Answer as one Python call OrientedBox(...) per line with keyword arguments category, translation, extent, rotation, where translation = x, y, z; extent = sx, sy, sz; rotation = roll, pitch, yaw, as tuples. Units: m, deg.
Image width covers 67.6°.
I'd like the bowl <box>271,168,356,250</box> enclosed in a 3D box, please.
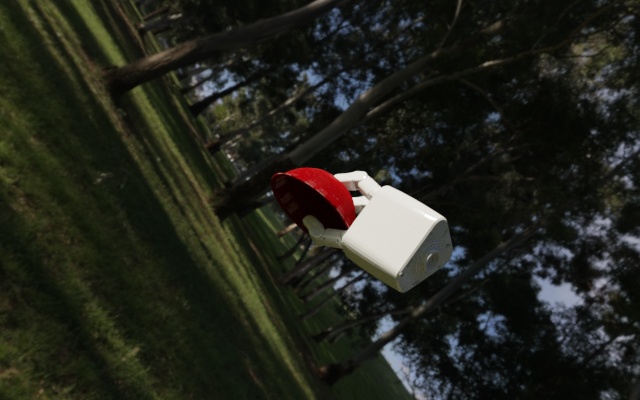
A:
OrientedBox(category="bowl", translation=(-0.001, 0.002, 0.748), extent=(0.055, 0.162, 0.162), rotation=(-48, 24, -24))
